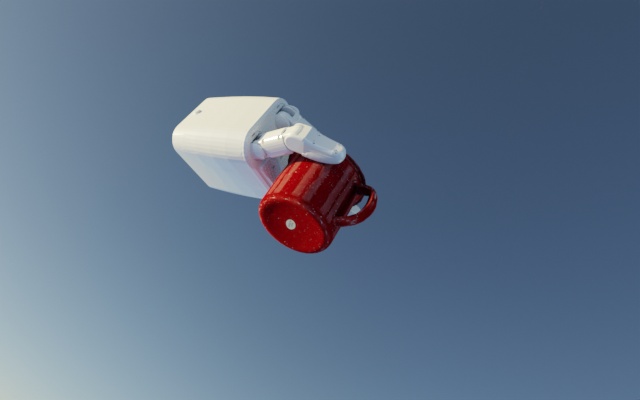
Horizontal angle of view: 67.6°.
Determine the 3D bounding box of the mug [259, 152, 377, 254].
[{"bbox_3d":[0.001,0.002,0.486,0.117,0.093,0.081,9,46,27],"label":"mug"}]
